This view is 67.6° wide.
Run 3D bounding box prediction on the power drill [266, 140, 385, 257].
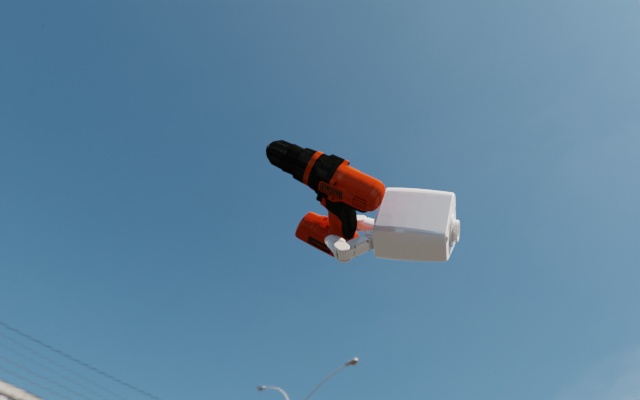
[{"bbox_3d":[0.000,0.003,0.729,0.184,0.057,0.188,27,-32,16],"label":"power drill"}]
